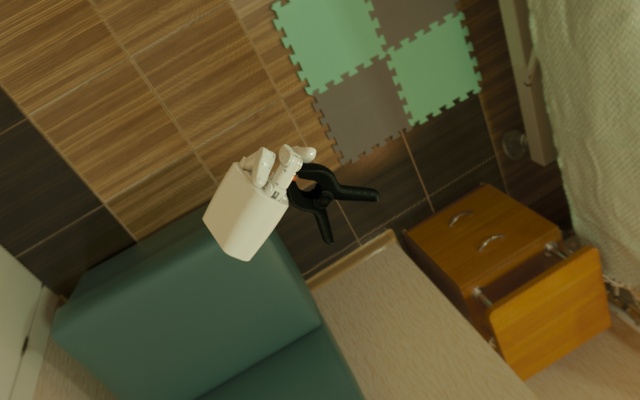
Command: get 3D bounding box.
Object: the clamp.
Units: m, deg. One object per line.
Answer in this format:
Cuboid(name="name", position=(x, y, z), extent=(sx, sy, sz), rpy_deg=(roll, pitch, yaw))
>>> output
Cuboid(name="clamp", position=(0.000, 0.003, 0.746), extent=(0.171, 0.120, 0.039), rpy_deg=(27, 14, -29))
